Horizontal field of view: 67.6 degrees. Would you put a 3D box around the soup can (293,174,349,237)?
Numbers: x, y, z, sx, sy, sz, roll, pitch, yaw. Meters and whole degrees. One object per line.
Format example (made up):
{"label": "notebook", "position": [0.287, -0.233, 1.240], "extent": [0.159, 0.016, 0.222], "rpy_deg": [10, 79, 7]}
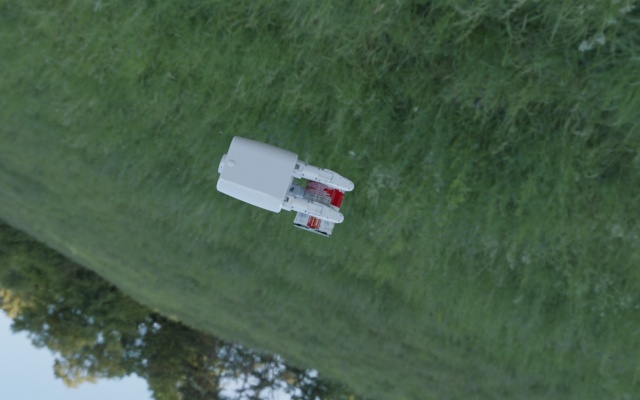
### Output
{"label": "soup can", "position": [0.000, 0.003, 0.803], "extent": [0.068, 0.102, 0.068], "rpy_deg": [18, -5, 2]}
